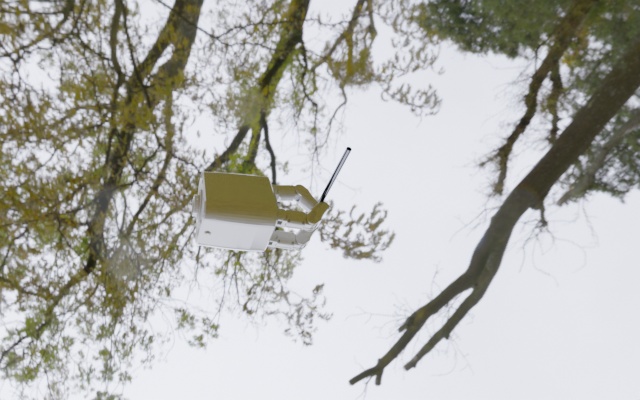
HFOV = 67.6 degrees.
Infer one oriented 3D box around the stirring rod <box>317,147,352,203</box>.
[{"bbox_3d":[0.000,0.002,0.751,0.011,0.011,0.240,0,-38,-25],"label":"stirring rod"}]
